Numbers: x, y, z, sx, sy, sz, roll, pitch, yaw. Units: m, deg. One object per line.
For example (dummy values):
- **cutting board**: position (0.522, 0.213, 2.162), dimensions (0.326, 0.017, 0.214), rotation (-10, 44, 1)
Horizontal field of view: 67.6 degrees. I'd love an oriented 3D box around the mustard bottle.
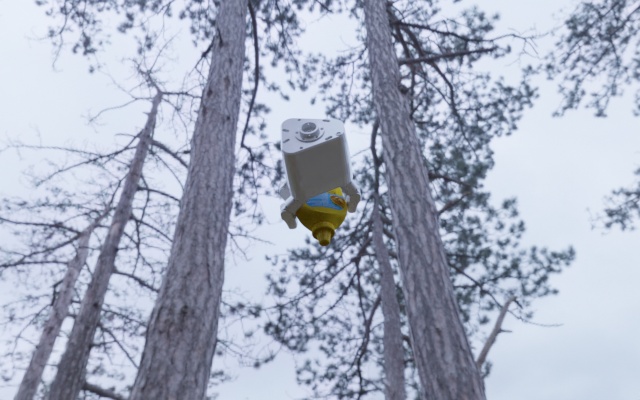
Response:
- **mustard bottle**: position (0.000, 0.003, 0.878), dimensions (0.096, 0.191, 0.058), rotation (9, -45, -15)
